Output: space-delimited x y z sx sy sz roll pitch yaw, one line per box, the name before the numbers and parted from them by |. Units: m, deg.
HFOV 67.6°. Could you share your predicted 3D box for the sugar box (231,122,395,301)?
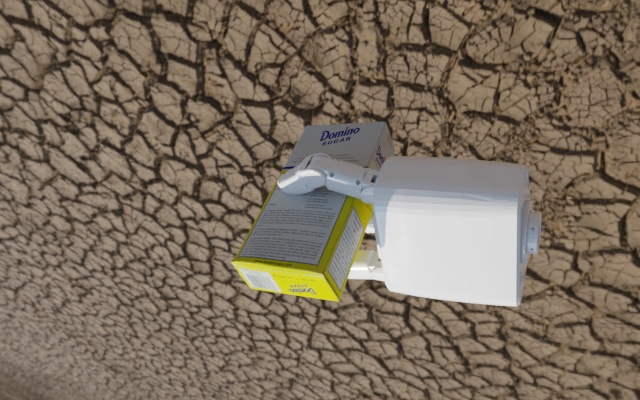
sugar box | 0.000 0.002 0.437 0.093 0.176 0.048 3 -43 30
